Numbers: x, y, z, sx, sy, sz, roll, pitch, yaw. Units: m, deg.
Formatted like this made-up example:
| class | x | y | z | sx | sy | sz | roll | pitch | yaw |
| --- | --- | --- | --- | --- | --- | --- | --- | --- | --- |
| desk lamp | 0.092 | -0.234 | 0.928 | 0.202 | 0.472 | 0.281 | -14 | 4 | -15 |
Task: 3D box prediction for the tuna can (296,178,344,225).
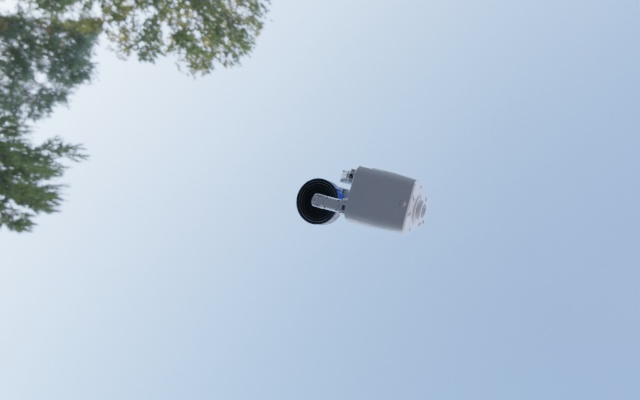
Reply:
| class | x | y | z | sx | sy | sz | roll | pitch | yaw |
| --- | --- | --- | --- | --- | --- | --- | --- | --- | --- |
| tuna can | 0.000 | 0.003 | 0.884 | 0.086 | 0.086 | 0.034 | 0 | -5 | 25 |
